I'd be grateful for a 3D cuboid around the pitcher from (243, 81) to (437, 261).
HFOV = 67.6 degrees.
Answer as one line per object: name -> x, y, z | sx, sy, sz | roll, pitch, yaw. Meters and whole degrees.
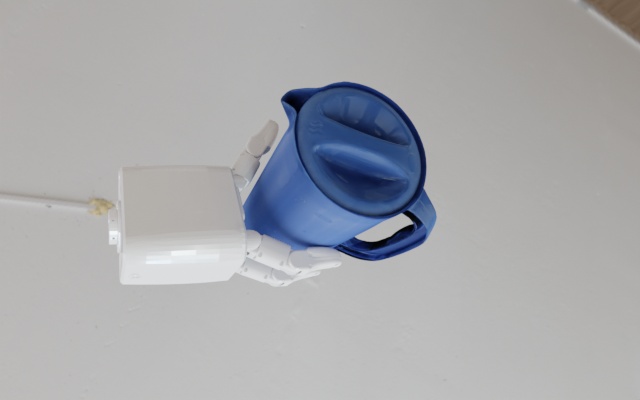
pitcher -> 0.000, 0.002, 0.513 | 0.145, 0.149, 0.243 | -2, -20, -26
